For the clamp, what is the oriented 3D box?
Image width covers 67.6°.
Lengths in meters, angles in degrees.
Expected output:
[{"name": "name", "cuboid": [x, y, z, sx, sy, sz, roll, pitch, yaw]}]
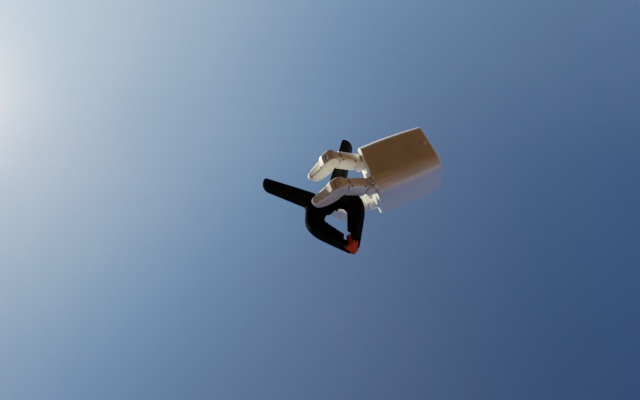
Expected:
[{"name": "clamp", "cuboid": [0.001, 0.003, 0.754, 0.164, 0.209, 0.036, -22, -40, 3]}]
